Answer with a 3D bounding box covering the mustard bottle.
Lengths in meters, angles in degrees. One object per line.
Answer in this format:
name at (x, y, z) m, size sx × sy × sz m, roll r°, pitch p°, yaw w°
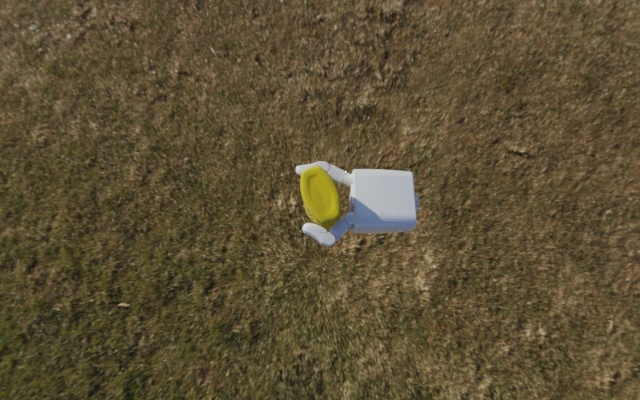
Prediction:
mustard bottle at (0.000, 0.003, 0.845) m, size 0.058 × 0.096 × 0.191 m, roll -24°, pitch -7°, yaw -3°
